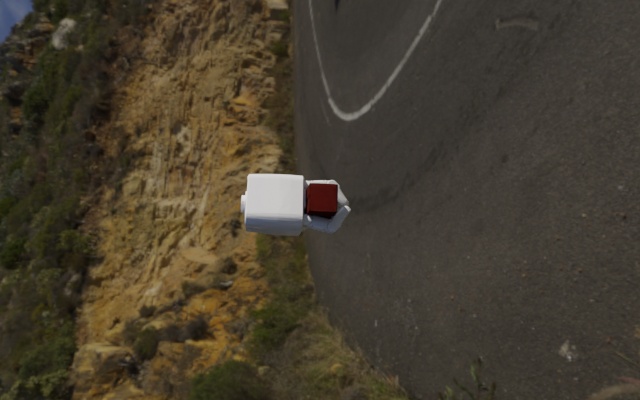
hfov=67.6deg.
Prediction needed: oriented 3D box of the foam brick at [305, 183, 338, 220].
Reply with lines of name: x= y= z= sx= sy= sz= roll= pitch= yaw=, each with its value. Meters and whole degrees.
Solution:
foam brick: x=0.000 y=0.003 z=0.875 sx=0.051 sy=0.053 sz=0.078 roll=4 pitch=-13 yaw=-7
